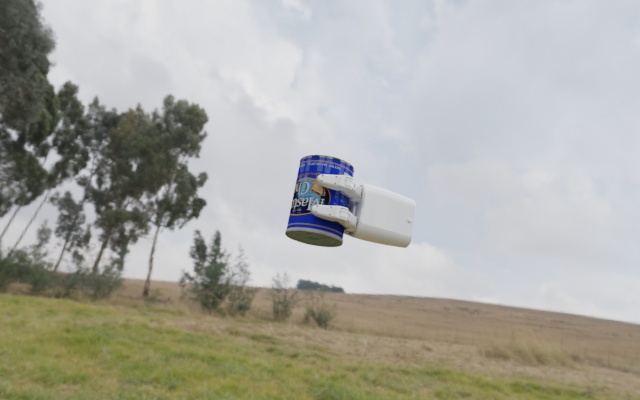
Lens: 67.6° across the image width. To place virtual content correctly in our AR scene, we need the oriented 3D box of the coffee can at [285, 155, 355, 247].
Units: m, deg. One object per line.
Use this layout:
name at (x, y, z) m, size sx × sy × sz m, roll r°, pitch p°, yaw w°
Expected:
coffee can at (0.000, 0.003, 0.854) m, size 0.103 × 0.140 × 0.103 m, roll 9°, pitch -17°, yaw 3°
